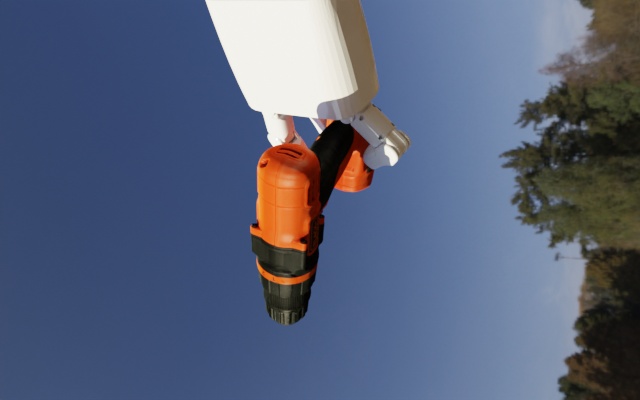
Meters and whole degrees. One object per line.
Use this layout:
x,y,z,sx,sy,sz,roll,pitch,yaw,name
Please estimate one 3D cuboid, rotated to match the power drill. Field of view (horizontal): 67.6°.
0.000,0.001,0.445,0.057,0.185,0.187,17,40,14,power drill
